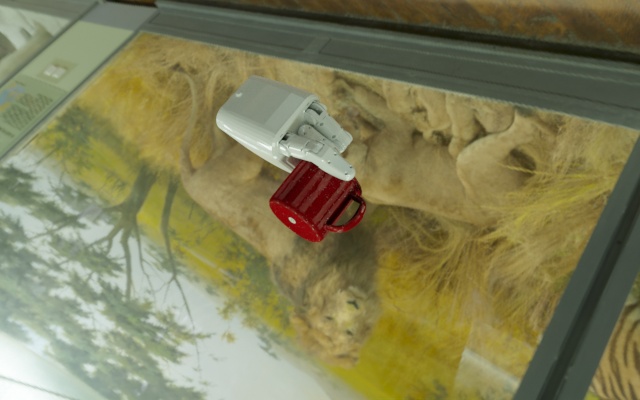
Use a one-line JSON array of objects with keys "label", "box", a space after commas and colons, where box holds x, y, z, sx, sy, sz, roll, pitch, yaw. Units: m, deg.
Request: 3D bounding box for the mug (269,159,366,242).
[{"label": "mug", "box": [0.001, 0.003, 0.581, 0.117, 0.081, 0.093, 27, -22, 30]}]
